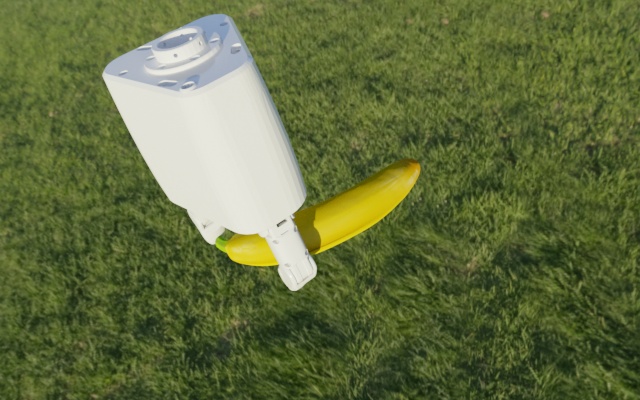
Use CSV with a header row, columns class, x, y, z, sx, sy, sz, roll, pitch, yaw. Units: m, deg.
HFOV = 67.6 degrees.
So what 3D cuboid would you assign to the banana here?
class,x,y,z,sx,sy,sz,roll,pitch,yaw
banana,0.001,0.013,0.404,0.198,0.037,0.069,-20,36,-1
